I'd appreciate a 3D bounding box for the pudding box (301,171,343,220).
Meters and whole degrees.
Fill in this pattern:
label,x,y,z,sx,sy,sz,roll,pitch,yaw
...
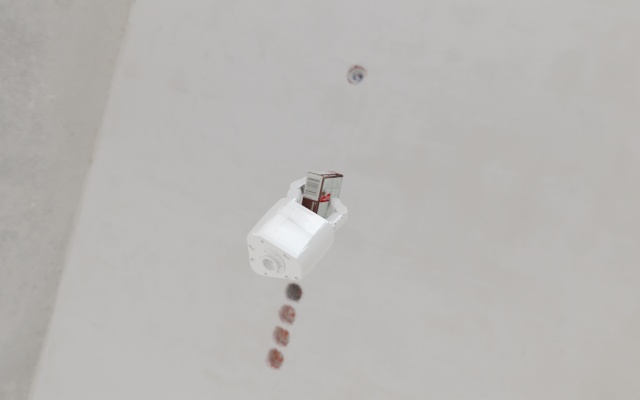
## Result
label,x,y,z,sx,sy,sz,roll,pitch,yaw
pudding box,0.000,0.003,0.897,0.039,0.113,0.090,18,12,23
